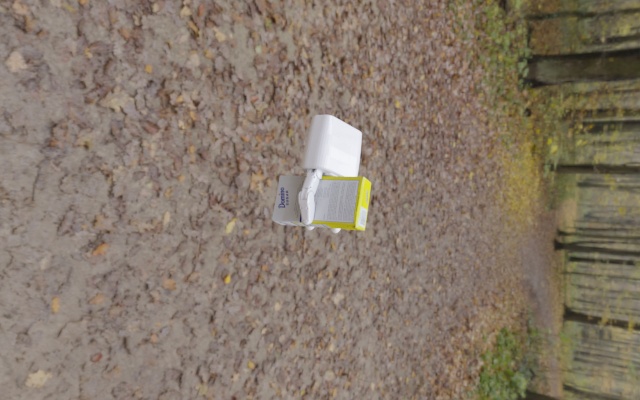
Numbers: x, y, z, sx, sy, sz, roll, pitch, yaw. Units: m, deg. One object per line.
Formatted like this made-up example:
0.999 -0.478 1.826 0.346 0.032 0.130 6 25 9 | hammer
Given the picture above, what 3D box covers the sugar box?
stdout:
0.001 0.003 0.887 0.176 0.093 0.048 3 -14 30 | sugar box
